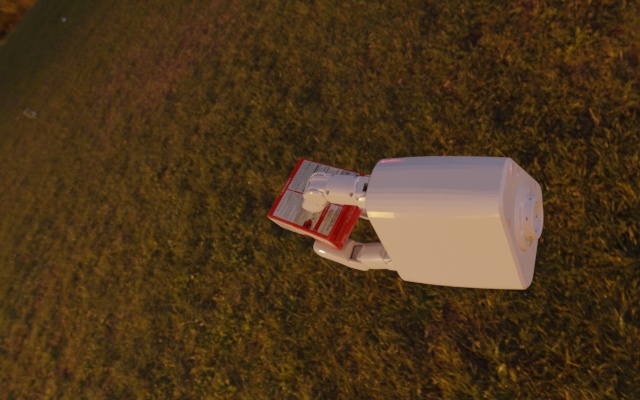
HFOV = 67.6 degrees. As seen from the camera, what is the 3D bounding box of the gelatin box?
[{"bbox_3d":[0.000,0.001,0.480,0.089,0.073,0.030,18,-16,39],"label":"gelatin box"}]
